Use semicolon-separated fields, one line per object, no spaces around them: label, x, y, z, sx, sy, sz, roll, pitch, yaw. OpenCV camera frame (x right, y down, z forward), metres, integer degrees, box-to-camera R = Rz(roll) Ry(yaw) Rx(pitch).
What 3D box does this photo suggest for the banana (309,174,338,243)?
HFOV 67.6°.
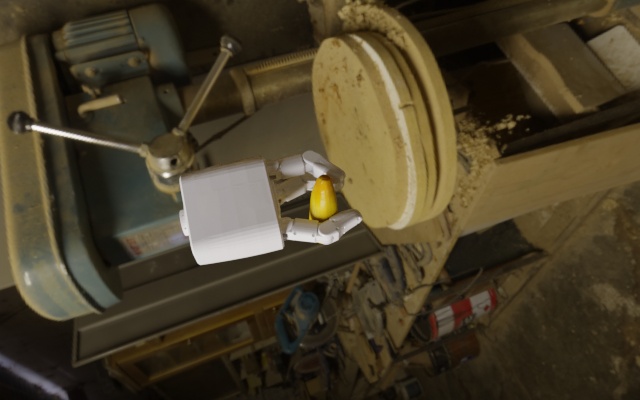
banana;0.003;0.021;0.639;0.037;0.069;0.198;-7;-10;-2
